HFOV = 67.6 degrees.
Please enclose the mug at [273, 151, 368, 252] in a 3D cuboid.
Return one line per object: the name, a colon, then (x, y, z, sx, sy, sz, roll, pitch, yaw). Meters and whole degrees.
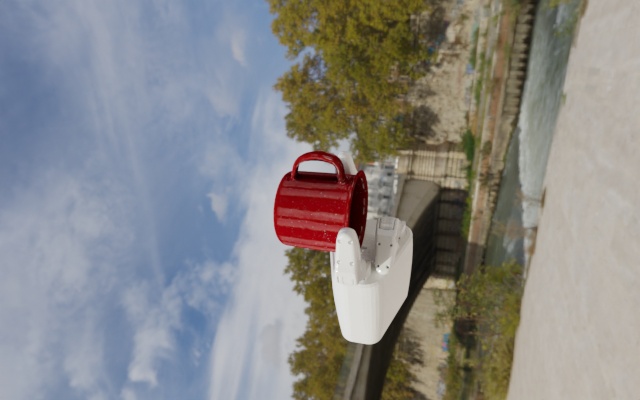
mug: (0.000, 0.000, 0.498, 0.081, 0.117, 0.093, 5, 38, 17)
